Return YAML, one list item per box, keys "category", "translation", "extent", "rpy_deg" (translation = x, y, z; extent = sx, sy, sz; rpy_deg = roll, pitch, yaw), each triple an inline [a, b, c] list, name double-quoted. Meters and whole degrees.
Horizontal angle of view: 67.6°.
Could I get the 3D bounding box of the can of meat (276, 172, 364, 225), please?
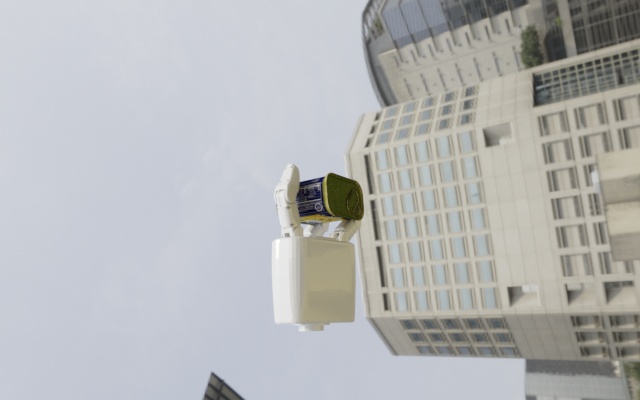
- category: "can of meat"
  translation: [0.000, 0.002, 0.661]
  extent: [0.084, 0.057, 0.102]
  rpy_deg: [-11, -13, 31]
